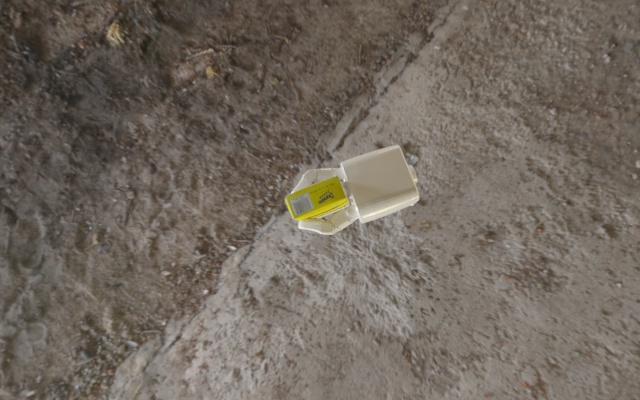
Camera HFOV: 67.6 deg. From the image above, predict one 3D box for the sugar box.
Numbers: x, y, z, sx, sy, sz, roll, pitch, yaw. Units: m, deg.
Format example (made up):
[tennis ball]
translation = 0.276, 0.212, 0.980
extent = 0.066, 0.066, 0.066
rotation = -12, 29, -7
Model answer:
[sugar box]
translation = 0.000, 0.003, 0.836
extent = 0.093, 0.048, 0.176
rotation = -22, -8, 4
